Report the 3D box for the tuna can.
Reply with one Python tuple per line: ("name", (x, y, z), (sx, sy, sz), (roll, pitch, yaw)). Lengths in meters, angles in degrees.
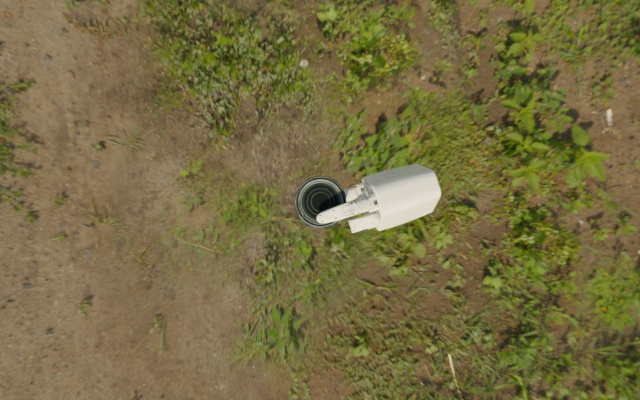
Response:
("tuna can", (0.000, 0.003, 0.788), (0.086, 0.086, 0.034), (0, -1, -1))
